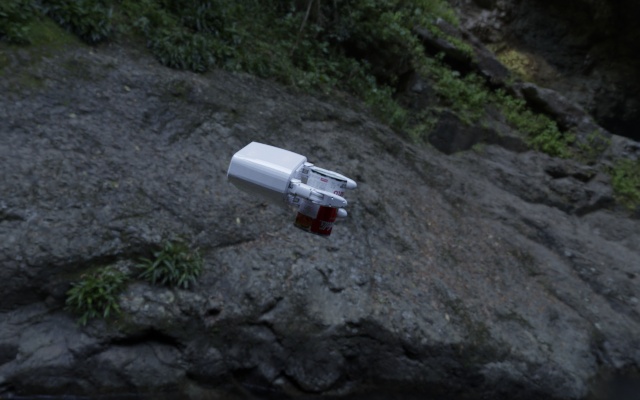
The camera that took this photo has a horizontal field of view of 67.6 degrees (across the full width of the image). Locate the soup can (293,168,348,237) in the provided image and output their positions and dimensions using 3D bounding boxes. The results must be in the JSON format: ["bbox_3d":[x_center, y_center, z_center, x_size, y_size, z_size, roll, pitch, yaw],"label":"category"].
[{"bbox_3d":[0.001,0.003,0.823,0.068,0.102,0.068,18,8,-3],"label":"soup can"}]
